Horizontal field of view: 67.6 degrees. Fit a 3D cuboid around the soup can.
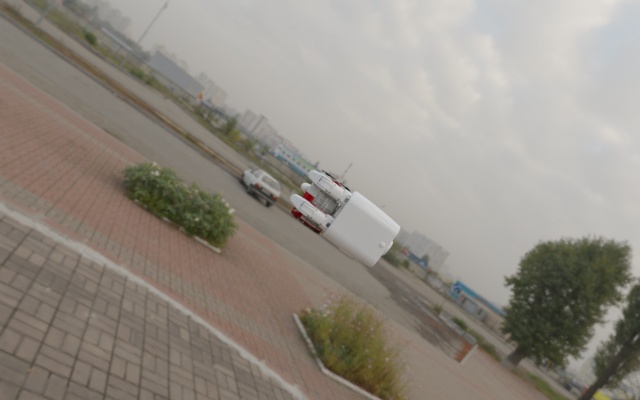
[{"bbox_3d":[0.000,0.002,0.889,0.068,0.102,0.068,36,1,-1],"label":"soup can"}]
